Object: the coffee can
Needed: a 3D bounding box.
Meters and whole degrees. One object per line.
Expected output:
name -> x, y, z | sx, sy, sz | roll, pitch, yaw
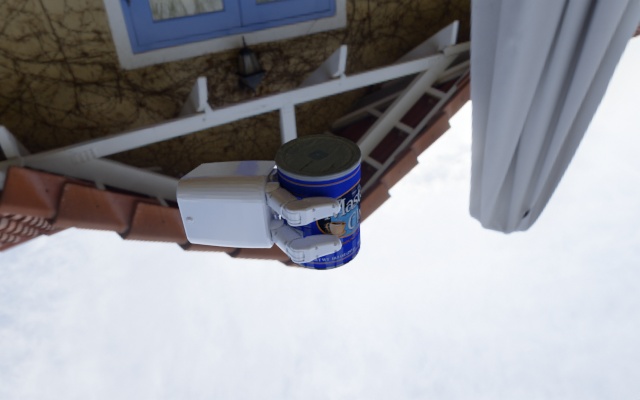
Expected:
coffee can -> 0.000, 0.002, 0.602 | 0.103, 0.140, 0.102 | -2, 35, 2
